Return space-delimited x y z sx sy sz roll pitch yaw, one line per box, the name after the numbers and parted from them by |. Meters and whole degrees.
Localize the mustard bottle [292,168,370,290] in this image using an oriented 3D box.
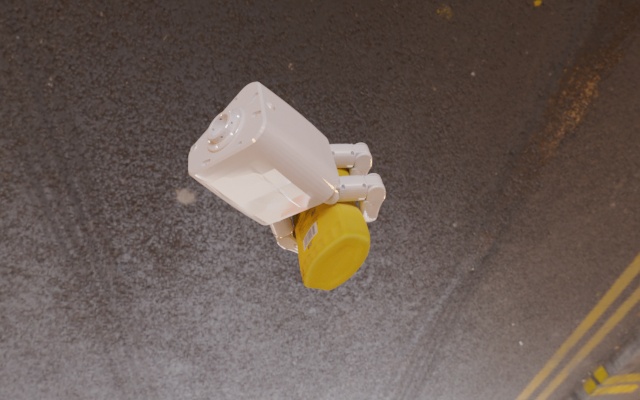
0.000 0.002 0.559 0.058 0.191 0.096 12 -50 -25 | mustard bottle
